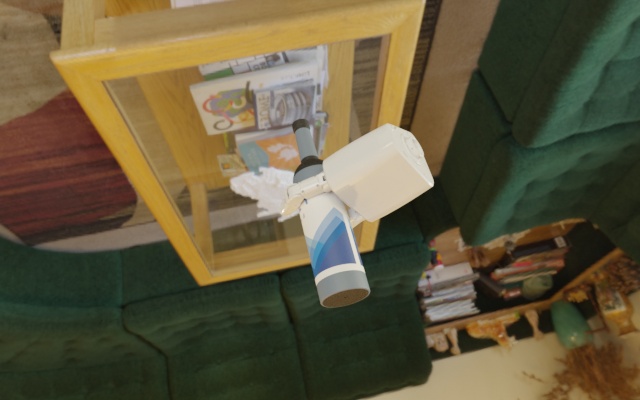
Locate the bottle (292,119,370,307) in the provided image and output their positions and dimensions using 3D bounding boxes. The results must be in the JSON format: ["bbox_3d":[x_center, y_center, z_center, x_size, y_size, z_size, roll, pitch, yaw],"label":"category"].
[{"bbox_3d":[0.000,0.003,0.689,0.069,0.295,0.069,-11,-29,-6],"label":"bottle"}]
